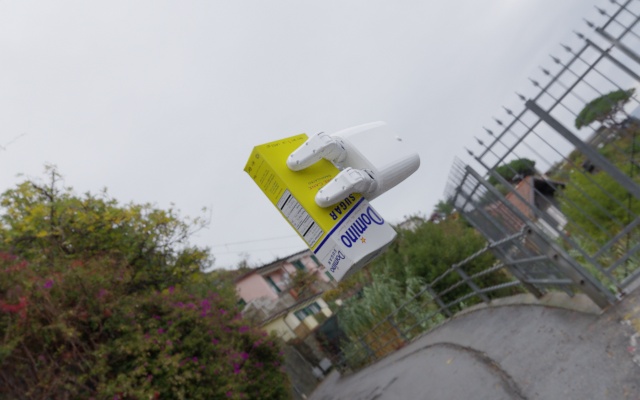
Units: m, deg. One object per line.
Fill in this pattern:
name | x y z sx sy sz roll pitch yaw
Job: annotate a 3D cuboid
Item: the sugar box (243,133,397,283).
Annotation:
sugar box | 0.000 0.001 0.554 0.093 0.176 0.048 -25 -25 -47
